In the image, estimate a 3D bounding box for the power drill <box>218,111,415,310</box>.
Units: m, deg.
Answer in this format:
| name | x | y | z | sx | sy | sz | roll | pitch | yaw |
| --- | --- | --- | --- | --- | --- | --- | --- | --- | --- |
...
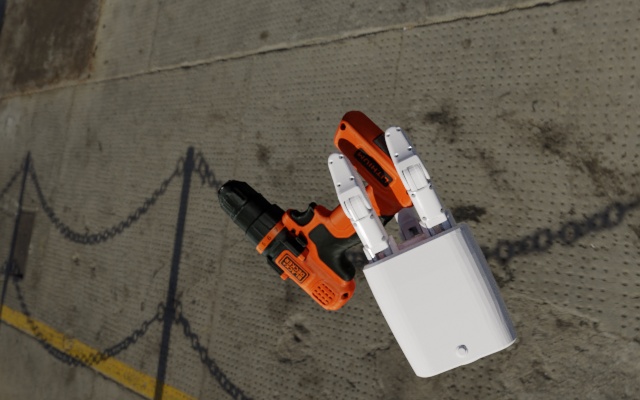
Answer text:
| name | x | y | z | sx | sy | sz | roll | pitch | yaw |
| --- | --- | --- | --- | --- | --- | --- | --- | --- | --- |
| power drill | 0.001 | 0.002 | 0.487 | 0.188 | 0.184 | 0.057 | -48 | -1 | 31 |
